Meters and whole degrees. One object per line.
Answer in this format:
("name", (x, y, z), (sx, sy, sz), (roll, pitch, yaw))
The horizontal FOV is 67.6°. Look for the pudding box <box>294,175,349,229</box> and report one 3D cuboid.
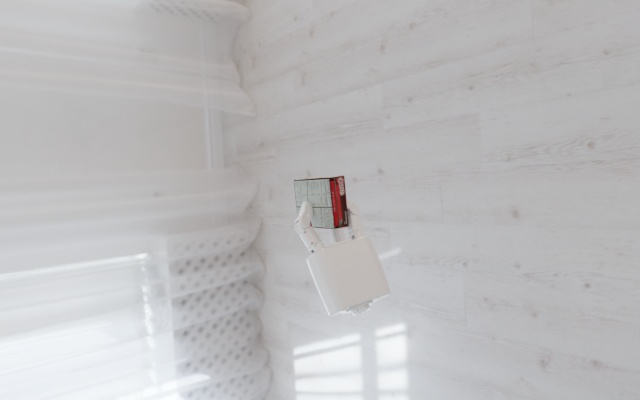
("pudding box", (0.000, 0.003, 0.852), (0.039, 0.090, 0.113), (-8, 5, -39))
